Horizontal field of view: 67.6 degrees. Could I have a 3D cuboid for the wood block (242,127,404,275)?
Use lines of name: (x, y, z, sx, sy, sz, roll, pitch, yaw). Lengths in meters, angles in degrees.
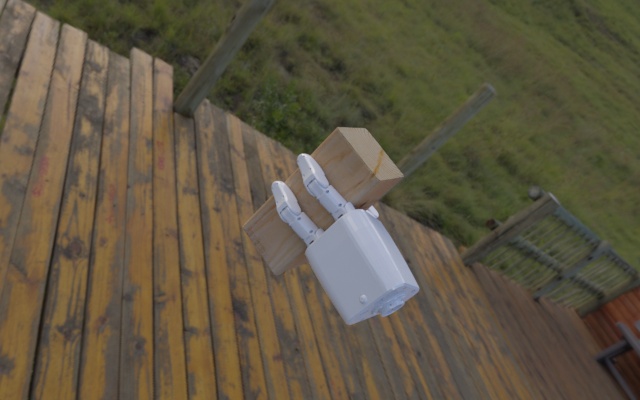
wood block: (0.001, 0.002, 0.660, 0.206, 0.090, 0.091, -44, -15, 26)
